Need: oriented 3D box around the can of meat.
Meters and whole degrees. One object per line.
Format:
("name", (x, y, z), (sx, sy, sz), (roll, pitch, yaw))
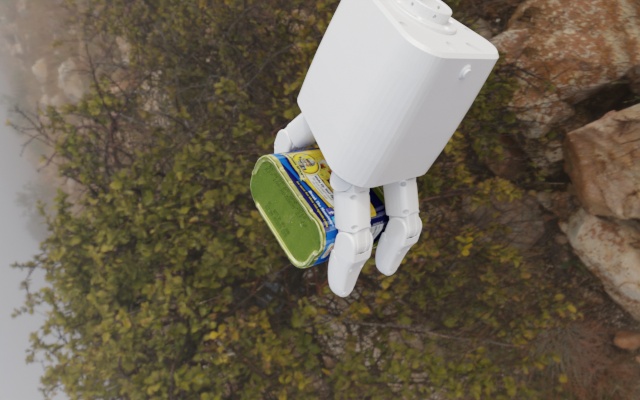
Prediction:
("can of meat", (0.000, 0.001, 0.405), (0.084, 0.102, 0.057), (-14, -32, -41))
